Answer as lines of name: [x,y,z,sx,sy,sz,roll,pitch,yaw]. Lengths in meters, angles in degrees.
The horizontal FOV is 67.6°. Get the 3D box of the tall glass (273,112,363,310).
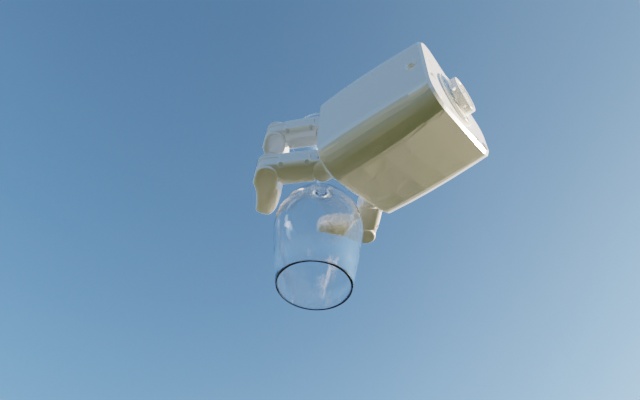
tall glass: [0.000,0.001,0.445,0.079,0.079,0.200,0,42,4]
